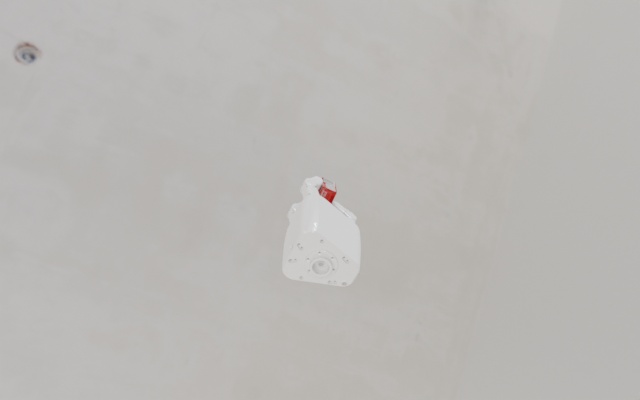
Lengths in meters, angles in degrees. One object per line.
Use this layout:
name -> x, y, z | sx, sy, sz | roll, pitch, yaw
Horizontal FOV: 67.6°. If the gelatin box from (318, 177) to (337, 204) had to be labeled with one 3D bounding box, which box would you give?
gelatin box -> 0.001, 0.003, 0.861 | 0.030, 0.073, 0.089 | 25, 13, -6
